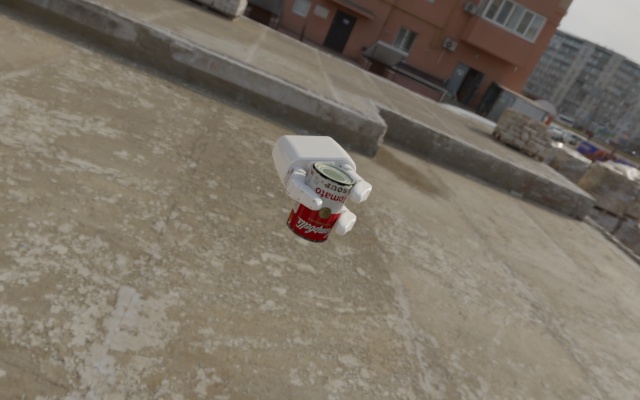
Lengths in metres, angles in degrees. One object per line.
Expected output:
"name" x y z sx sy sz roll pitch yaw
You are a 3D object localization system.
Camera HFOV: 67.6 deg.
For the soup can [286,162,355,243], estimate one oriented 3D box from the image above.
"soup can" 0.000 0.002 0.705 0.068 0.102 0.068 22 21 -9
